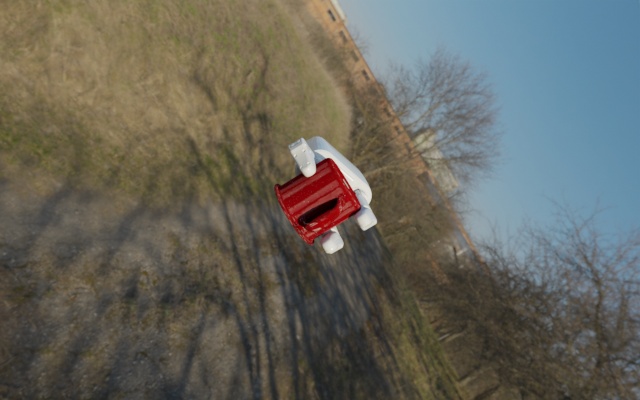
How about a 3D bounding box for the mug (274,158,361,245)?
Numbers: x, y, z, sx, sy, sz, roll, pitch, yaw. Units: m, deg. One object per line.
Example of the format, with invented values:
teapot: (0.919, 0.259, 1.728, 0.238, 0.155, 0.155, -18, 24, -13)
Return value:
mug: (0.000, 0.002, 0.606, 0.081, 0.093, 0.117, -31, 20, 8)
